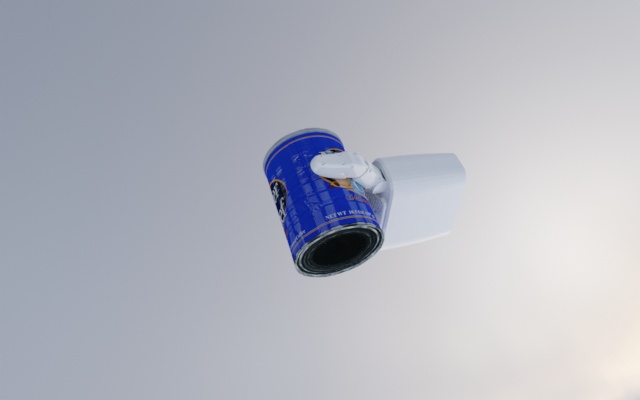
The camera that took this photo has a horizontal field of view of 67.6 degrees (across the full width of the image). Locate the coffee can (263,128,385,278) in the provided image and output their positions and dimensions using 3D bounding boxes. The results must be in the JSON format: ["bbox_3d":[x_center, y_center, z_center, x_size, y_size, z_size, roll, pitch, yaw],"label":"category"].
[{"bbox_3d":[0.000,0.002,0.548,0.103,0.140,0.103,-15,-34,-10],"label":"coffee can"}]
